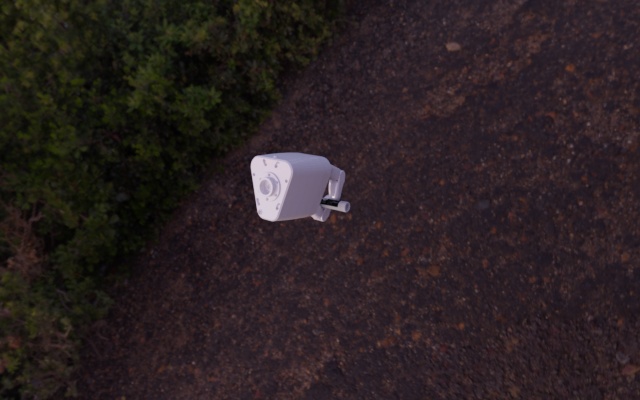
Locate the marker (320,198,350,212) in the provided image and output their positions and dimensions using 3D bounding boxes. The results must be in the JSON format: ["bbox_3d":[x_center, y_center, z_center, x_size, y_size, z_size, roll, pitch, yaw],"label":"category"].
[{"bbox_3d":[0.000,0.003,0.898,0.121,0.020,0.020,11,6,34],"label":"marker"}]
